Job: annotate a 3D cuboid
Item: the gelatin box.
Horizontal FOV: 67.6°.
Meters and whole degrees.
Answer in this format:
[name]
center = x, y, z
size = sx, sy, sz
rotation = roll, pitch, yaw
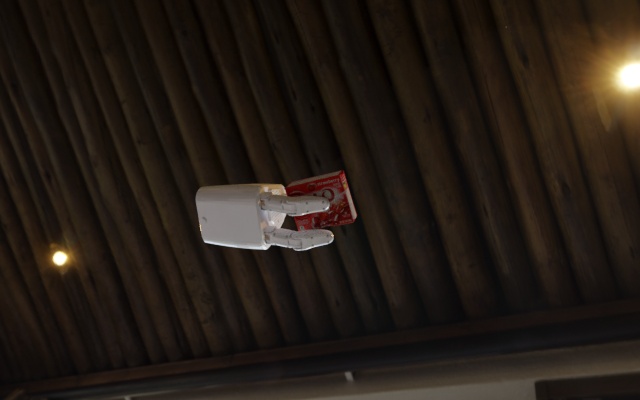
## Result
[gelatin box]
center = 0.001, 0.002, 0.695
size = 0.089, 0.073, 0.030
rotation = -12, 15, 19
